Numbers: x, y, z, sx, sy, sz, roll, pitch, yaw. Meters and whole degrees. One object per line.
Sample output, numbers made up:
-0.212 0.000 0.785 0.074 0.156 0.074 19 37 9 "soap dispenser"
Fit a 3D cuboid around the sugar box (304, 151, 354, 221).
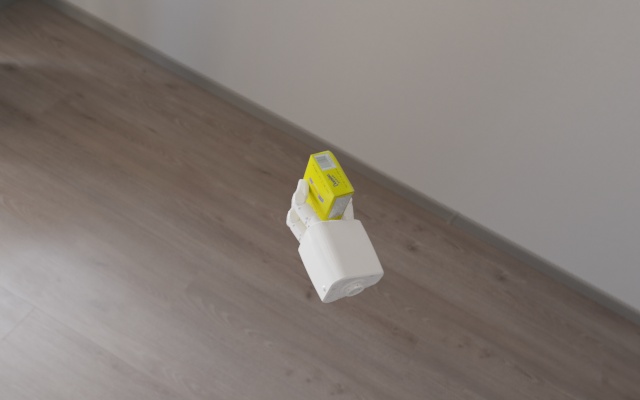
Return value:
0.000 0.003 0.854 0.048 0.093 0.176 -14 -30 -26 "sugar box"
